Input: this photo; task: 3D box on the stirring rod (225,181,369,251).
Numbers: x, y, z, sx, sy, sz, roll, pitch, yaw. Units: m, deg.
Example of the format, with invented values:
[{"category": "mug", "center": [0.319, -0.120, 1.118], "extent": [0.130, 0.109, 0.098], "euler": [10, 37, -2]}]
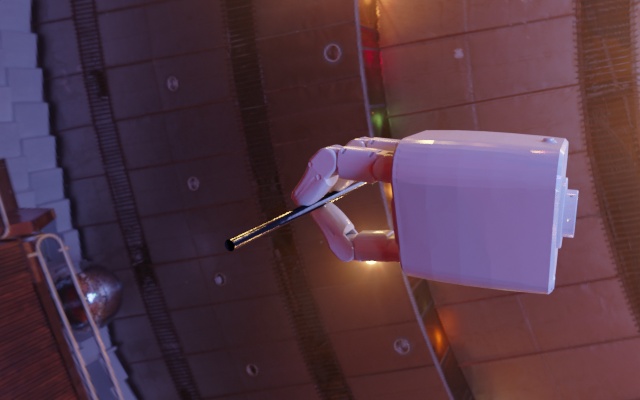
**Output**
[{"category": "stirring rod", "center": [0.000, 0.001, 0.406], "extent": [0.011, 0.011, 0.239], "euler": [0, 13, 30]}]
